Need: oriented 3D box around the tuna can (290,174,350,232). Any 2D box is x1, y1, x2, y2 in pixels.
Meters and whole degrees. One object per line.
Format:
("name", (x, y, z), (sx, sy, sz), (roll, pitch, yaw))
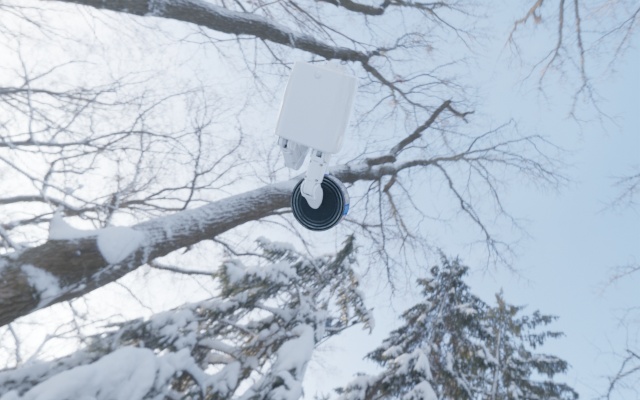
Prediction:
("tuna can", (0.000, 0.002, 0.721), (0.086, 0.086, 0.034), (0, 6, 20))
